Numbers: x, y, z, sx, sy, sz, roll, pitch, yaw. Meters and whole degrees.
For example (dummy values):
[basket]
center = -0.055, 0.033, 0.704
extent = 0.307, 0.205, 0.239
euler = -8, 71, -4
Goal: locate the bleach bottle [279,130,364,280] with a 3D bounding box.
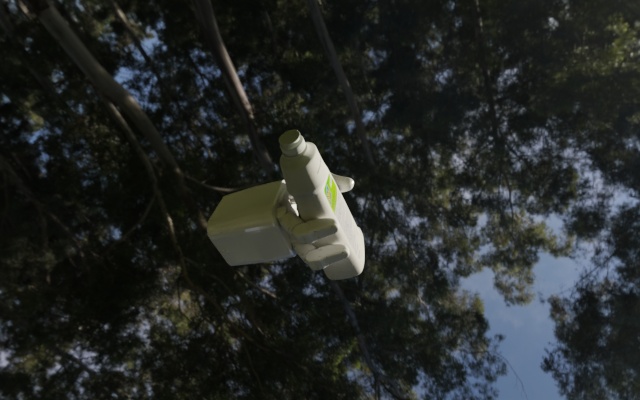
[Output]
[bleach bottle]
center = 0.000, 0.002, 0.673
extent = 0.068, 0.102, 0.251
euler = -13, -47, 12
